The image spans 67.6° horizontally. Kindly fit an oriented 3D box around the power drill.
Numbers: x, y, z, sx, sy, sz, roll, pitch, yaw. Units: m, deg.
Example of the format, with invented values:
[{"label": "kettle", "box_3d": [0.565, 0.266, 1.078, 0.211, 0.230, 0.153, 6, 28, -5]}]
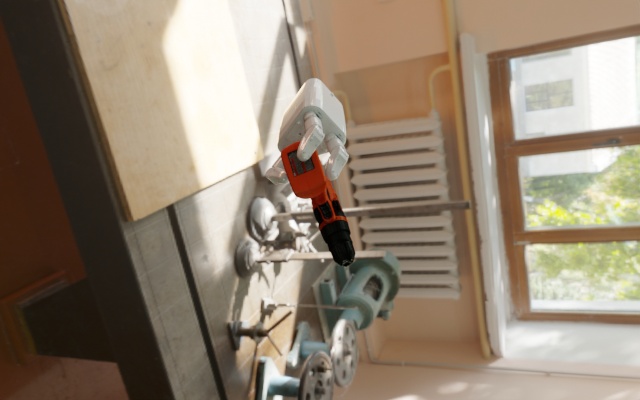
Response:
[{"label": "power drill", "box_3d": [0.000, 0.002, 0.793, 0.057, 0.184, 0.188, -23, -33, 3]}]
